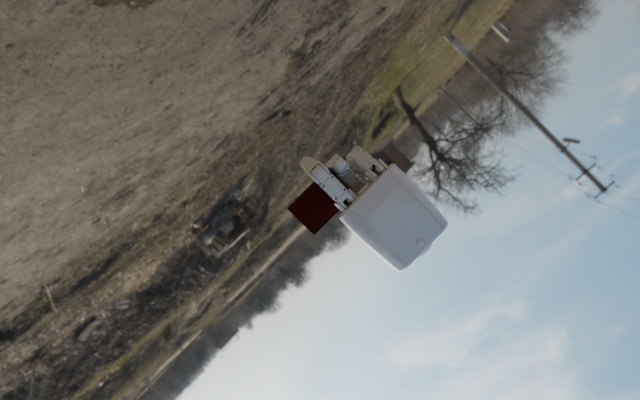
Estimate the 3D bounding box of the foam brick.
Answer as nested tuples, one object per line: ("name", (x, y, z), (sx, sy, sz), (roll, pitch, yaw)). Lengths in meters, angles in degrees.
("foam brick", (0.000, 0.002, 0.641), (0.078, 0.051, 0.053), (-45, 1, -1))
